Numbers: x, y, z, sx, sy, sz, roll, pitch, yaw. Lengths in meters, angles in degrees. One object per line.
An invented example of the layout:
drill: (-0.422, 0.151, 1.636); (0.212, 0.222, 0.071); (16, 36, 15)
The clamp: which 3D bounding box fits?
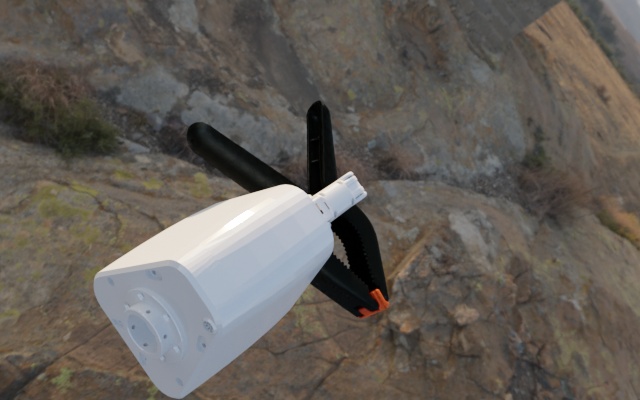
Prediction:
clamp: (0.001, 0.002, 0.422); (0.036, 0.210, 0.164); (-35, -1, 43)
